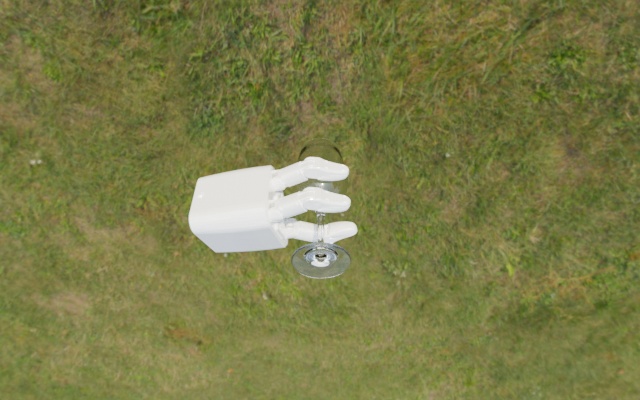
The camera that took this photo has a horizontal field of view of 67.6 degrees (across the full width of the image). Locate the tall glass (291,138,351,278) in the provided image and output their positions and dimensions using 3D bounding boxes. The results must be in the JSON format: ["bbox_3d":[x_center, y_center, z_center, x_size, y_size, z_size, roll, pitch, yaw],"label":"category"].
[{"bbox_3d":[0.000,0.003,0.655,0.079,0.200,0.079,0,-42,0],"label":"tall glass"}]
